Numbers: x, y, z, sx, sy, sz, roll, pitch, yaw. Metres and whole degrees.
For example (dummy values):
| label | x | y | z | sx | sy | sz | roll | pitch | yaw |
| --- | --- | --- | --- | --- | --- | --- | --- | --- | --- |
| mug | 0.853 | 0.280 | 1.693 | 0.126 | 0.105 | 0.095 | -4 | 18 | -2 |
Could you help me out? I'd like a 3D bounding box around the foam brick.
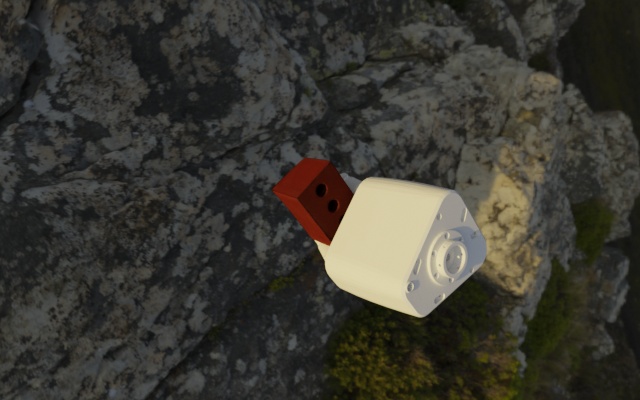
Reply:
| label | x | y | z | sx | sy | sz | roll | pitch | yaw |
| --- | --- | --- | --- | --- | --- | --- | --- | --- | --- |
| foam brick | 0.000 | 0.001 | 0.491 | 0.078 | 0.053 | 0.051 | 52 | -19 | -29 |
